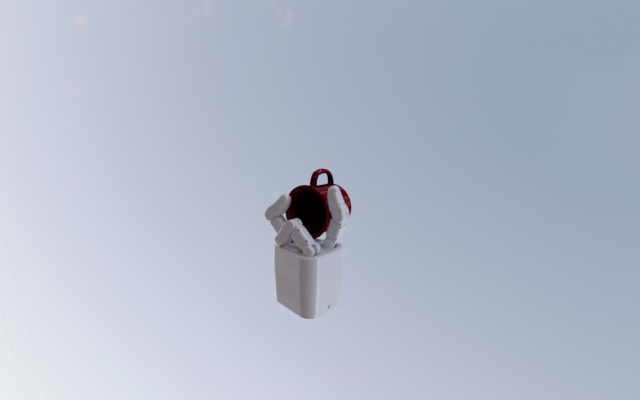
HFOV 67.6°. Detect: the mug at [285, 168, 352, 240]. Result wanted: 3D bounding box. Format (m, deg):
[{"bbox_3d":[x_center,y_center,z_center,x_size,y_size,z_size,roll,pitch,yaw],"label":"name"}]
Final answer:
[{"bbox_3d":[0.000,0.001,0.820,0.093,0.117,0.081,11,15,36],"label":"mug"}]
